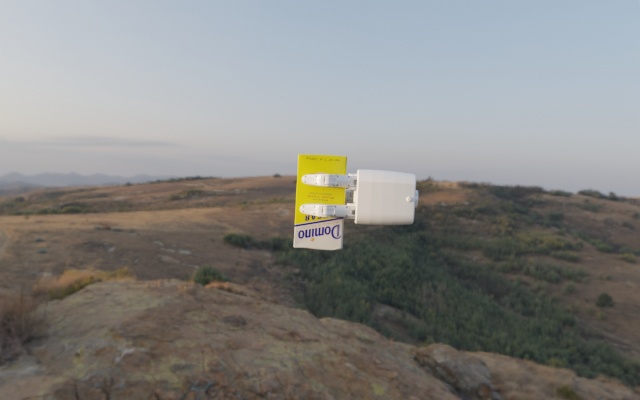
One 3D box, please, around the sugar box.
[{"bbox_3d":[0.000,0.003,0.899,0.093,0.176,0.048,3,2,4],"label":"sugar box"}]
